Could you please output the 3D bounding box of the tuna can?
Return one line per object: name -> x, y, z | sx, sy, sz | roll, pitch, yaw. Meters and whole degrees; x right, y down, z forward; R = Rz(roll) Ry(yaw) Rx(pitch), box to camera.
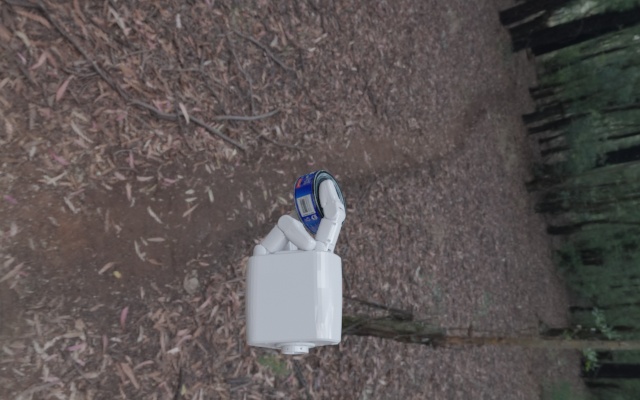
tuna can -> 0.001, 0.002, 0.656 | 0.034, 0.086, 0.086 | -17, -9, 28
